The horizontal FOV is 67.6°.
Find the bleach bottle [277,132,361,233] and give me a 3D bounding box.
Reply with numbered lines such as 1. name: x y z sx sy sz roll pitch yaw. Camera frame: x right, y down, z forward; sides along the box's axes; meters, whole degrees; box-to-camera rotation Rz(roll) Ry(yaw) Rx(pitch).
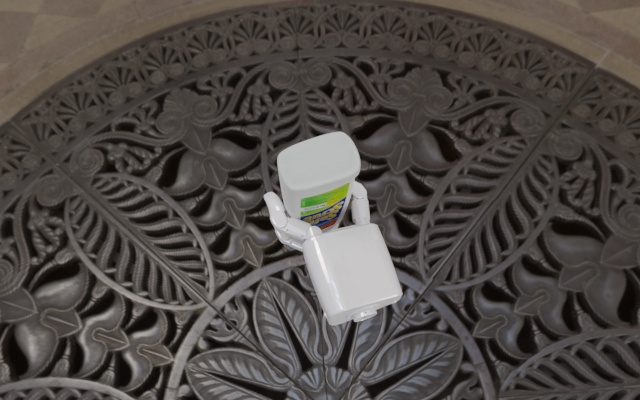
1. bleach bottle: 0.000 0.002 0.685 0.102 0.068 0.251 -18 -23 -6
